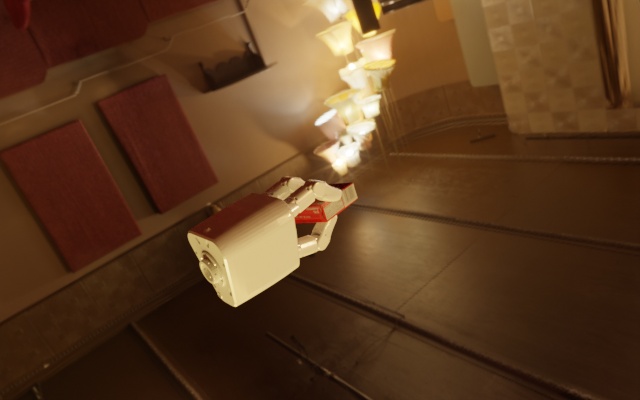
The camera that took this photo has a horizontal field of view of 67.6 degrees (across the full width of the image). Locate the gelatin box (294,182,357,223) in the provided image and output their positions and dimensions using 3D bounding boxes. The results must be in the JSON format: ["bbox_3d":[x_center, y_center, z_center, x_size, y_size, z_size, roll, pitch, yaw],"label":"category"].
[{"bbox_3d":[0.000,0.003,0.706,0.073,0.030,0.089,-2,22,39],"label":"gelatin box"}]
